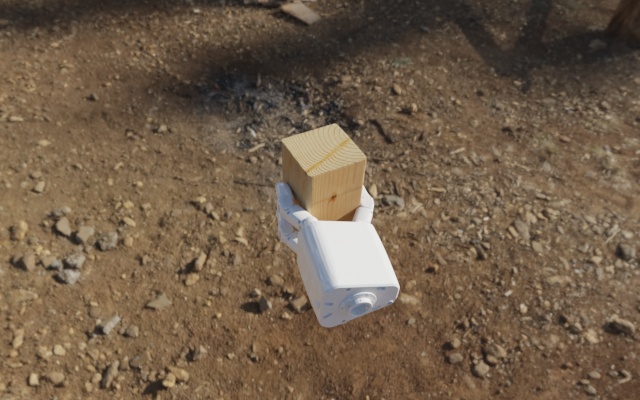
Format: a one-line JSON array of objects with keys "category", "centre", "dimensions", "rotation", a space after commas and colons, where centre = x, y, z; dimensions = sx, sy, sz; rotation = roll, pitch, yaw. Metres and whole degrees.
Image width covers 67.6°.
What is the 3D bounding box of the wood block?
[{"category": "wood block", "centre": [0.001, 0.002, 0.719], "dimensions": [0.091, 0.206, 0.090], "rotation": [-19, 49, -21]}]
